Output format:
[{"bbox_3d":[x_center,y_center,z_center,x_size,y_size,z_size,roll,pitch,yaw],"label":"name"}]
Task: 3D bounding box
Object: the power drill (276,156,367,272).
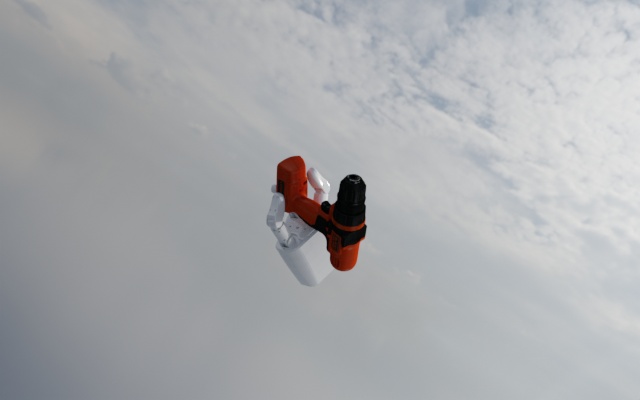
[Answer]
[{"bbox_3d":[0.000,0.003,0.780,0.057,0.185,0.187,-22,45,-31],"label":"power drill"}]
